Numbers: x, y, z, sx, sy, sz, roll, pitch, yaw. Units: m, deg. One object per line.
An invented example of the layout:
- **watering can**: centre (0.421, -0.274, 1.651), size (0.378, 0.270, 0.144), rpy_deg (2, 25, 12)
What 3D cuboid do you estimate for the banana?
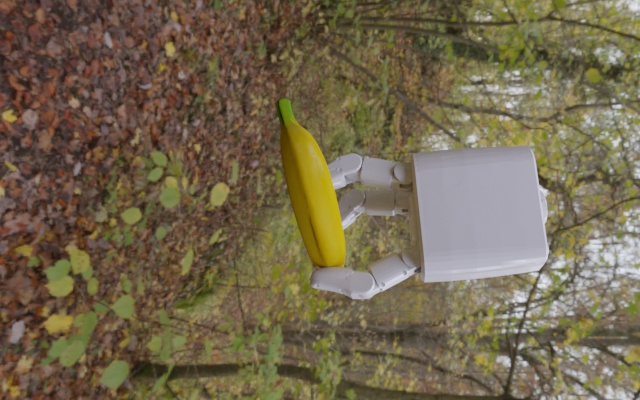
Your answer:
- **banana**: centre (-0.001, 0.011, 0.420), size (0.037, 0.198, 0.069), rpy_deg (-8, 39, 7)
